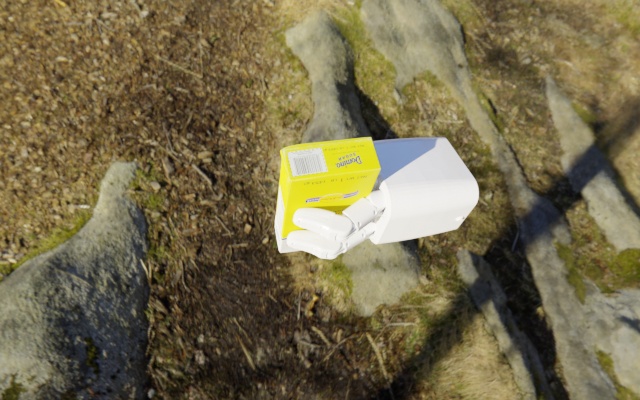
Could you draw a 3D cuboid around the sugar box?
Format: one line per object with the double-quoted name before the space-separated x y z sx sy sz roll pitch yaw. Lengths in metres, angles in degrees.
"sugar box" 0.000 0.002 0.528 0.093 0.048 0.176 -7 -30 -11
